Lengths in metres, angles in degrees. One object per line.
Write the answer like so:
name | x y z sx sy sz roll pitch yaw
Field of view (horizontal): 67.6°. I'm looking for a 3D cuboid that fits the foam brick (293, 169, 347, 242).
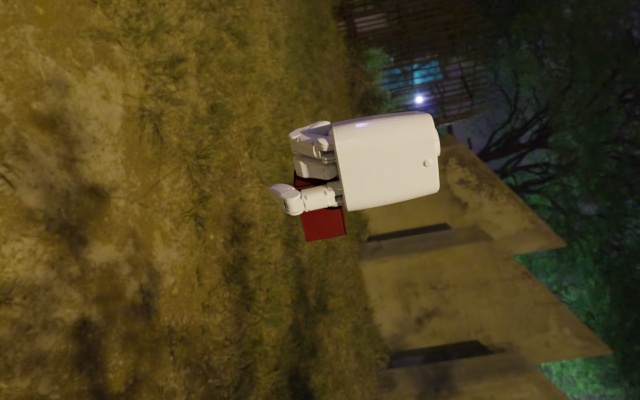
foam brick | 0.000 0.002 0.580 0.051 0.078 0.053 -10 29 3
